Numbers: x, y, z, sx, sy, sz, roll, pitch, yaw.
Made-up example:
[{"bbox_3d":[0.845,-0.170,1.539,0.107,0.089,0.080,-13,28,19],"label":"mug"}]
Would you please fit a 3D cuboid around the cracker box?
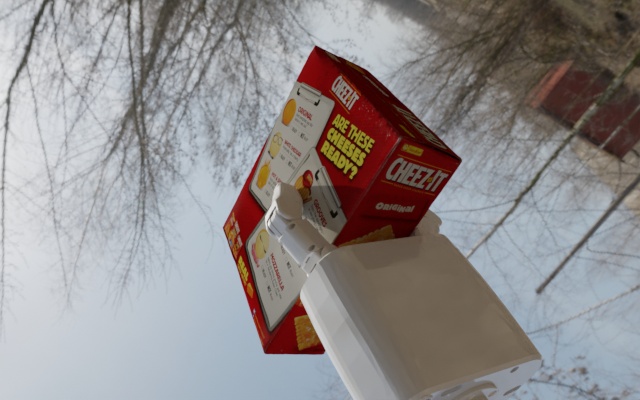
[{"bbox_3d":[0.000,0.001,0.417,0.072,0.214,0.164,13,30,-34],"label":"cracker box"}]
